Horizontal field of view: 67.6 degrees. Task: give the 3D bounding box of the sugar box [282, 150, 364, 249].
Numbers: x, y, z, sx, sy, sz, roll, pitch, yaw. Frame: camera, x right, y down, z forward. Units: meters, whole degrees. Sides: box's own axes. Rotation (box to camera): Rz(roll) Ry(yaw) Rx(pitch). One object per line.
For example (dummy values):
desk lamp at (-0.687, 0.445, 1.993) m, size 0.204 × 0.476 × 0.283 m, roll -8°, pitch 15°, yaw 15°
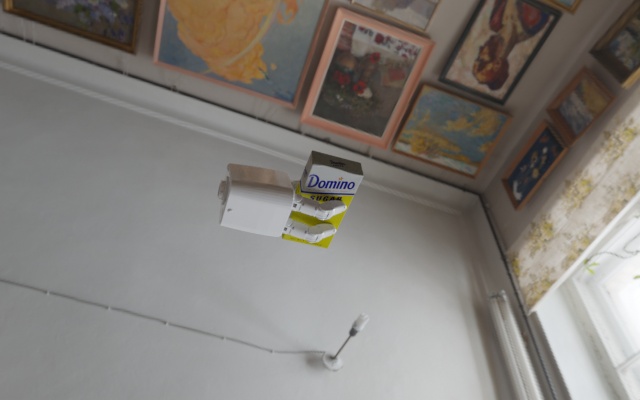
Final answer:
sugar box at (0.000, 0.003, 0.844) m, size 0.093 × 0.176 × 0.048 m, roll 12°, pitch 38°, yaw -15°
